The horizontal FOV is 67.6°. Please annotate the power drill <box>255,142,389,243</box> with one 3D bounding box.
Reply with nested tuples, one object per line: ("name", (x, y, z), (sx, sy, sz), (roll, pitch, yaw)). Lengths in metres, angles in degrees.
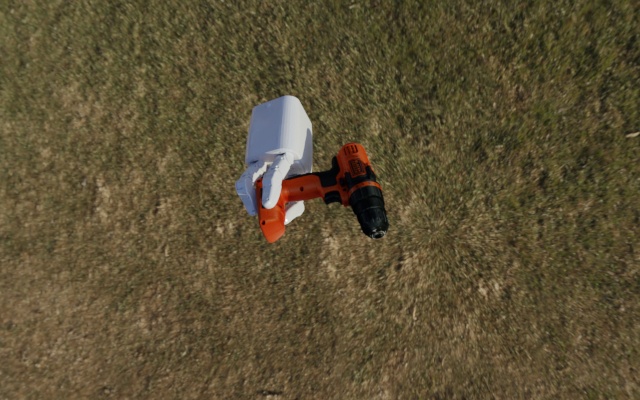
("power drill", (0.000, 0.002, 0.725), (0.187, 0.184, 0.057), (-15, -44, 3))
